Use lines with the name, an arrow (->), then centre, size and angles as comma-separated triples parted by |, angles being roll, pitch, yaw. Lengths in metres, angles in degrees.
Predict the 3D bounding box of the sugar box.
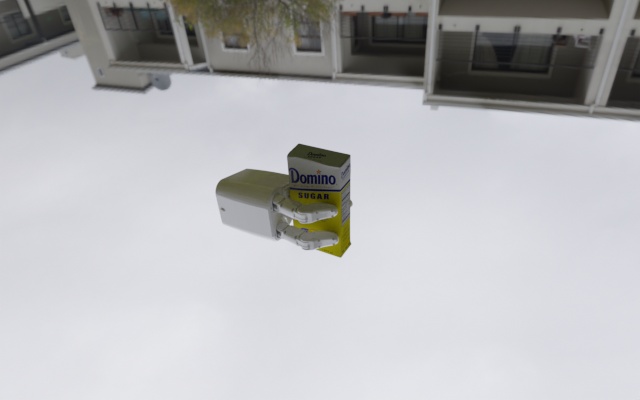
sugar box -> 0.000, 0.003, 0.759 | 0.093, 0.176, 0.048 | 15, 41, 24
